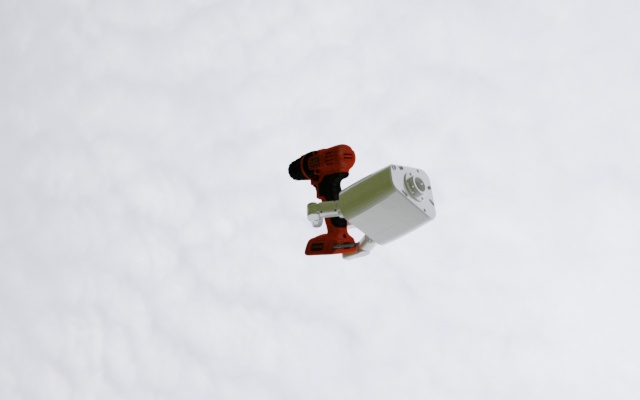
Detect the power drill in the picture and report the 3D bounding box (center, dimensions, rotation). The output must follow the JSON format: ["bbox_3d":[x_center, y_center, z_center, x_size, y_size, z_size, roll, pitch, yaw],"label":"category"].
[{"bbox_3d":[0.000,0.003,0.847,0.057,0.187,0.184,-4,-3,-31],"label":"power drill"}]
